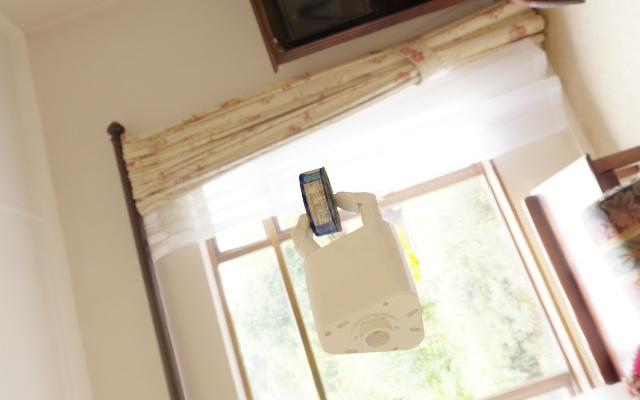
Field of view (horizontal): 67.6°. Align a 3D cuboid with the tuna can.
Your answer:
[{"bbox_3d":[0.000,0.002,0.599,0.034,0.086,0.086,-15,-2,5],"label":"tuna can"}]
